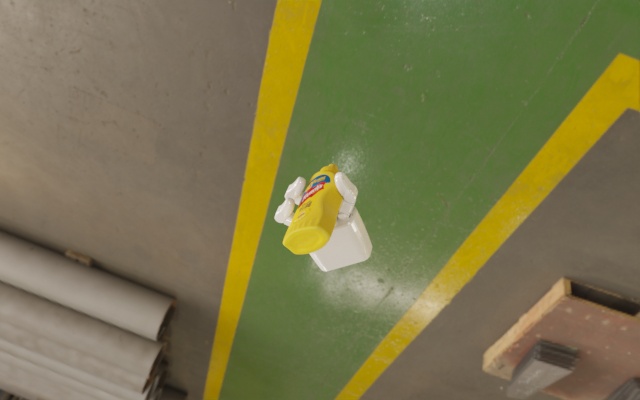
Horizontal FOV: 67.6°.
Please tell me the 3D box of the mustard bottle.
[{"bbox_3d":[0.000,0.003,0.848,0.058,0.191,0.096,40,-46,-20],"label":"mustard bottle"}]
